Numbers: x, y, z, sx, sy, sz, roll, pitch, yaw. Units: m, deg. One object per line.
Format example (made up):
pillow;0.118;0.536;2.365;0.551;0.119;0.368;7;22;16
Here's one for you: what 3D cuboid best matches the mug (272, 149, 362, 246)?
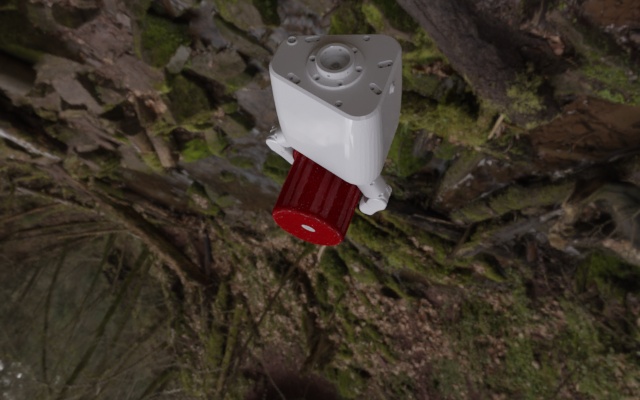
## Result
mug;0.000;0.003;0.528;0.093;0.081;0.117;16;-24;14
